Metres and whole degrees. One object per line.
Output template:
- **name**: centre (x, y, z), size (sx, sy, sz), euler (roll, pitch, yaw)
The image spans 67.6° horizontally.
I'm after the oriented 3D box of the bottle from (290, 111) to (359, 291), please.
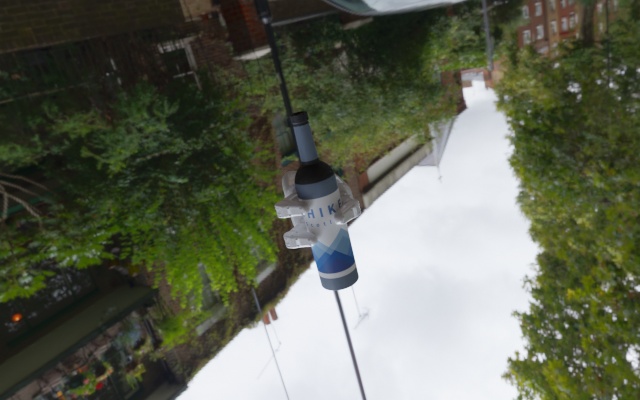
- **bottle**: centre (0.000, 0.003, 0.771), size (0.069, 0.296, 0.069), euler (-12, 20, 4)
